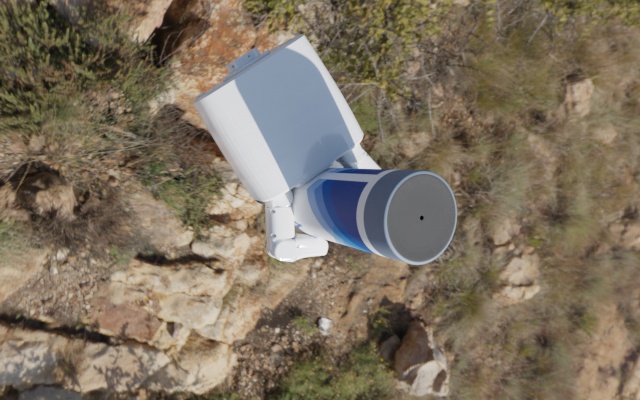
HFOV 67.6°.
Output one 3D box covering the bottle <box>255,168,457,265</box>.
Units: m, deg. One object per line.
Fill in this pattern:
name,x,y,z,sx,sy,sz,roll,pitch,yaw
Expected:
bottle,0.000,0.002,0.460,0.069,0.069,0.295,0,4,-29
